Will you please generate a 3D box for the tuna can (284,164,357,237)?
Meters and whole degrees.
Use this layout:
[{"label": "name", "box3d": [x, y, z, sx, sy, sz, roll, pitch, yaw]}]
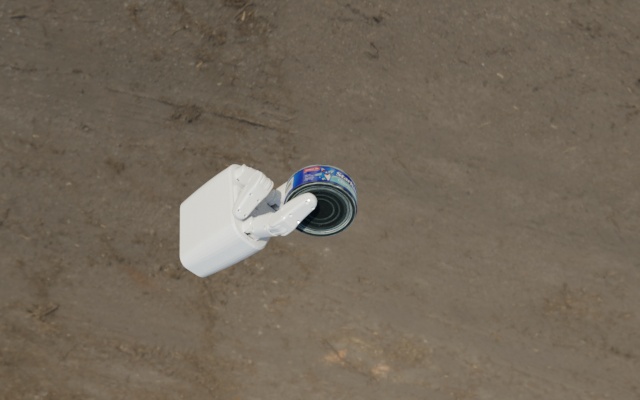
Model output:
[{"label": "tuna can", "box3d": [0.000, 0.002, 0.555, 0.086, 0.086, 0.033, 0, 40, 2]}]
